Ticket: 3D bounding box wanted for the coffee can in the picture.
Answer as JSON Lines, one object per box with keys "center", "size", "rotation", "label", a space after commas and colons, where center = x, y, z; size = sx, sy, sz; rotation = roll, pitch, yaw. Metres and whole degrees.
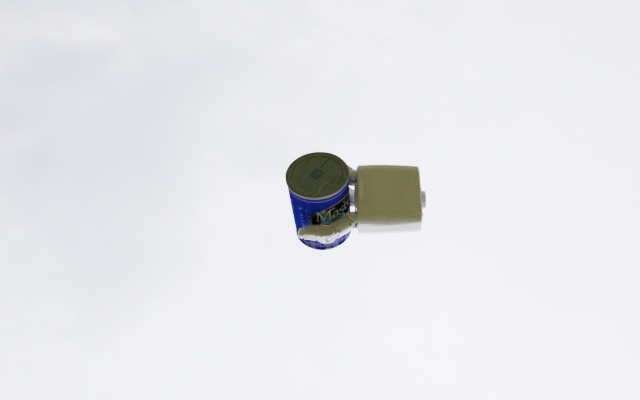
{"center": [0.000, 0.003, 0.813], "size": [0.103, 0.102, 0.140], "rotation": [0, -41, 6], "label": "coffee can"}
